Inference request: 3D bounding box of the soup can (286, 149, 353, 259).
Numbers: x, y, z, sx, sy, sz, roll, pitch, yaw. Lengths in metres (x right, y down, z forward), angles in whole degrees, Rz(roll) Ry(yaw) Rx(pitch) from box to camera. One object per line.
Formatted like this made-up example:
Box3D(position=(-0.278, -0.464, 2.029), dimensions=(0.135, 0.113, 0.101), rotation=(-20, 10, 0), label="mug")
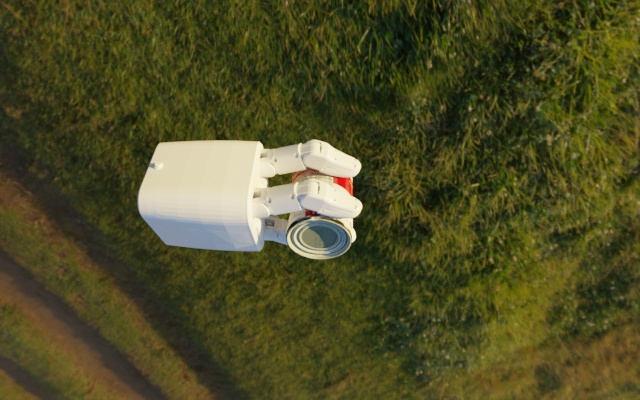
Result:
Box3D(position=(0.001, 0.002, 0.502), dimensions=(0.068, 0.102, 0.069), rotation=(2, -42, 1), label="soup can")
